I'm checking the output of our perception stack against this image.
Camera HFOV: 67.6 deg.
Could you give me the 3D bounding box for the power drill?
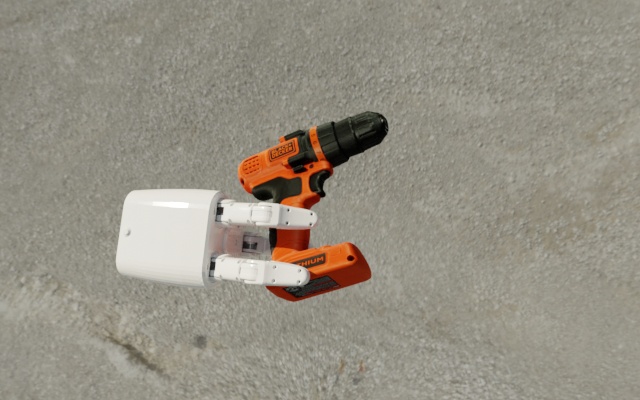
[{"bbox_3d":[0.000,0.002,0.513,0.184,0.187,0.057,-21,-35,18],"label":"power drill"}]
